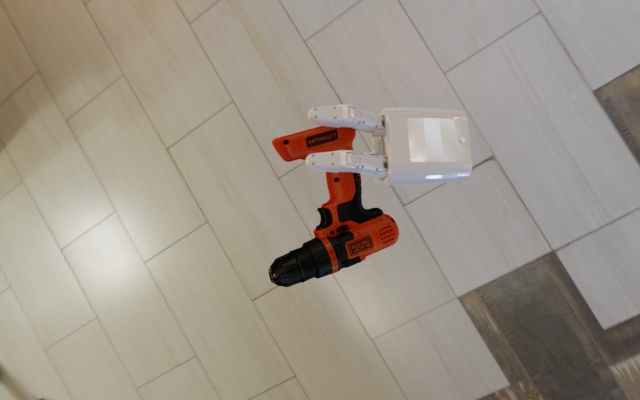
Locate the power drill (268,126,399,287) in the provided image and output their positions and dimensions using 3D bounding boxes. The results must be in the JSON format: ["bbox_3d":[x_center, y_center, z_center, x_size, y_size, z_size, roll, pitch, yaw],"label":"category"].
[{"bbox_3d":[0.000,0.001,0.611,0.184,0.188,0.057,-20,12,-21],"label":"power drill"}]
